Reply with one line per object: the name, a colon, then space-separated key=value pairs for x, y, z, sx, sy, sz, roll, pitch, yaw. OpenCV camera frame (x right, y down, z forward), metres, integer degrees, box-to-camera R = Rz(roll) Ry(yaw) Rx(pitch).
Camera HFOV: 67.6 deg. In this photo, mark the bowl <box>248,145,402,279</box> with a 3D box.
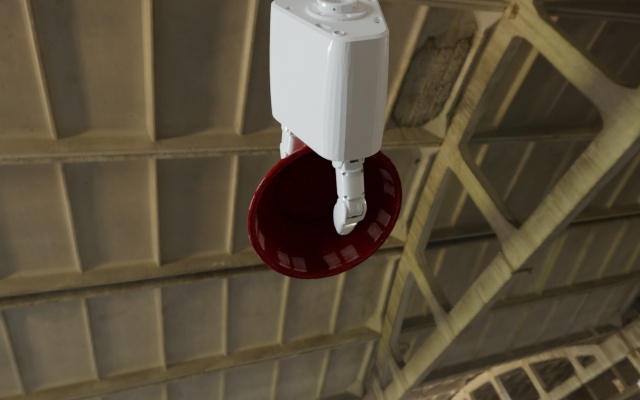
bowl: x=0.000 y=0.003 z=0.493 sx=0.162 sy=0.162 sz=0.055 roll=0 pitch=29 yaw=-21
